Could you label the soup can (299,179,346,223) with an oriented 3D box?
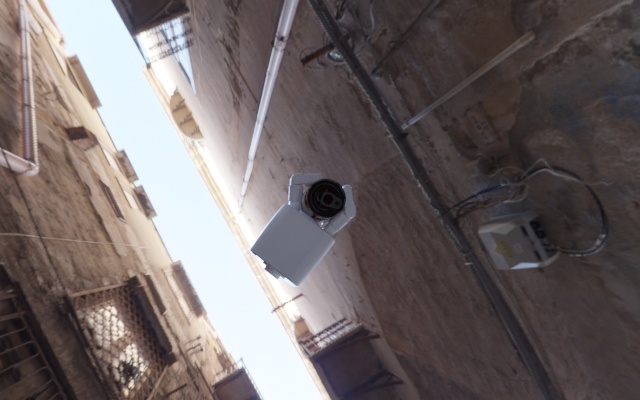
[{"bbox_3d":[0.000,0.002,0.853,0.068,0.068,0.102,0,-7,-12],"label":"soup can"}]
